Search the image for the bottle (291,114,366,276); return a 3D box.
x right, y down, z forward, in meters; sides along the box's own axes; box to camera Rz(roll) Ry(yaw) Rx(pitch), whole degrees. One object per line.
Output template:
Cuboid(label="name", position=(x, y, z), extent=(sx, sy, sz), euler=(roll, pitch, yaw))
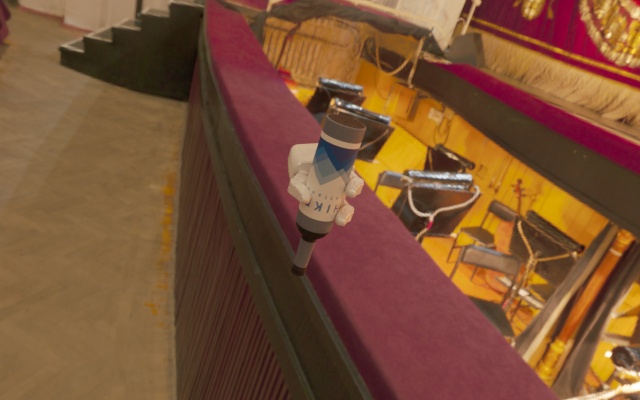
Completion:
Cuboid(label="bottle", position=(0.000, 0.002, 0.818), extent=(0.069, 0.296, 0.069), euler=(15, 24, -7))
